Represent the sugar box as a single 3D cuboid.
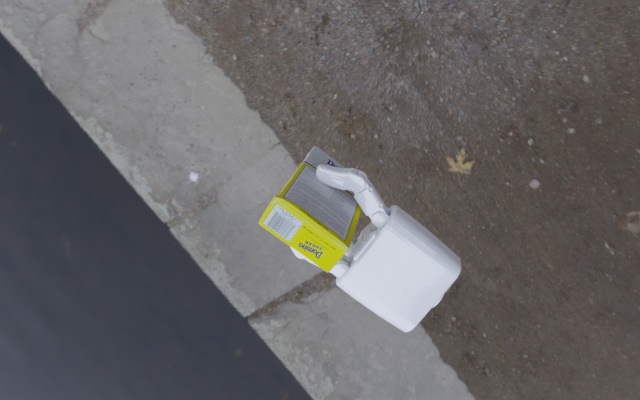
[{"bbox_3d":[0.000,0.002,0.563,0.093,0.048,0.176,37,24,-3],"label":"sugar box"}]
